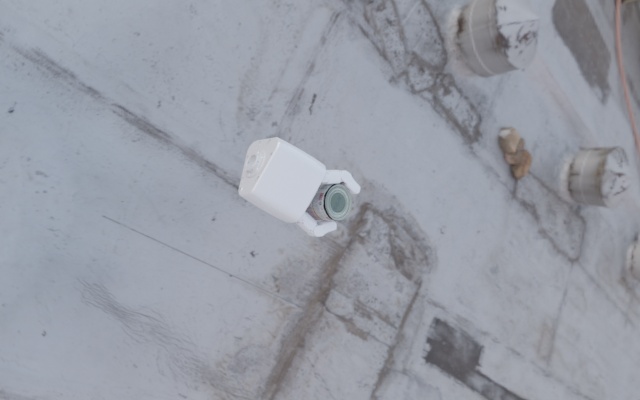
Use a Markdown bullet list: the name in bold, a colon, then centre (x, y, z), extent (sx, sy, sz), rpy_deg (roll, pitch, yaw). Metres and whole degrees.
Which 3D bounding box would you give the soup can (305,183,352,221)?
- **soup can**: centre (0.001, 0.003, 0.874), extent (0.068, 0.068, 0.102), rpy_deg (0, 0, -40)
